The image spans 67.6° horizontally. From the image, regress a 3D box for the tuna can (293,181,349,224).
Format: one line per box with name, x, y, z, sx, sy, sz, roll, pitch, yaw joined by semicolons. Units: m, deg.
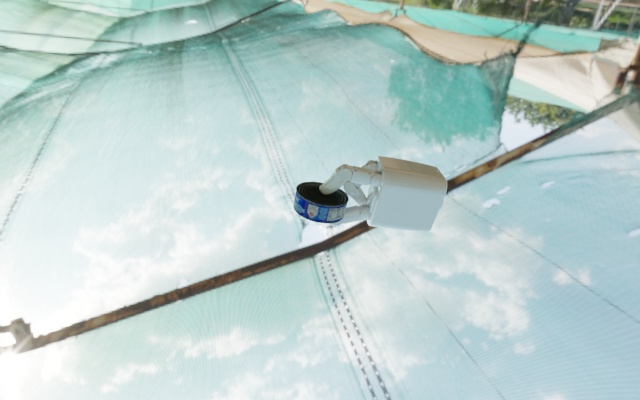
tuna can;0.000;0.003;0.765;0.086;0.034;0.086;11;25;-5
